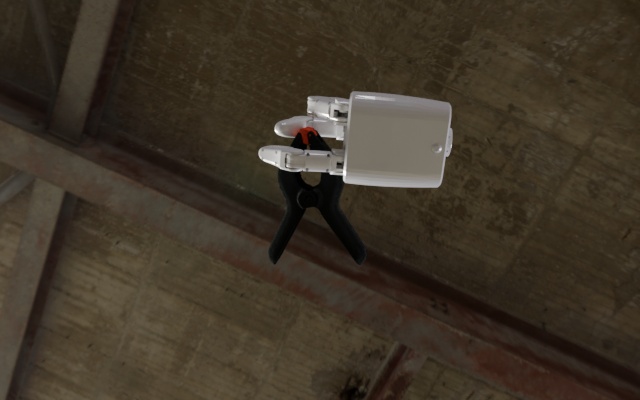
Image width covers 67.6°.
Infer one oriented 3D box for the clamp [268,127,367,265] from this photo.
[{"bbox_3d":[0.000,0.002,0.562,0.120,0.171,0.039,5,17,4],"label":"clamp"}]
